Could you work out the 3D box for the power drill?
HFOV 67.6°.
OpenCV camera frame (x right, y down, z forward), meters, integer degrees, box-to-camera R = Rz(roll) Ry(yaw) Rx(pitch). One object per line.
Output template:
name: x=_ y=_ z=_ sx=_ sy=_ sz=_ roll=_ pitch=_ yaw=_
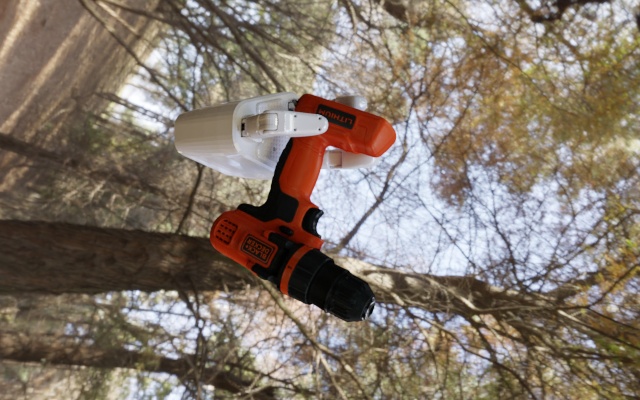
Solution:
power drill: x=0.000 y=0.001 z=0.461 sx=0.184 sy=0.187 sz=0.057 roll=25 pitch=-7 yaw=24
